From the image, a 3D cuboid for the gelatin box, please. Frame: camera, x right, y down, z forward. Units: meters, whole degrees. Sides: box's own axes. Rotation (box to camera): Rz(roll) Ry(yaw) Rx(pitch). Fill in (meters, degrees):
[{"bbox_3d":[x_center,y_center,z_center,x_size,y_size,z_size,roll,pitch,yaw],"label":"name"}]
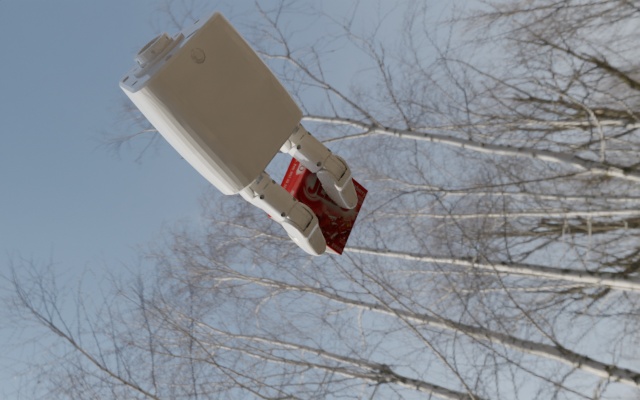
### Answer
[{"bbox_3d":[0.000,0.002,0.456,0.030,0.073,0.089,9,-21,45],"label":"gelatin box"}]
